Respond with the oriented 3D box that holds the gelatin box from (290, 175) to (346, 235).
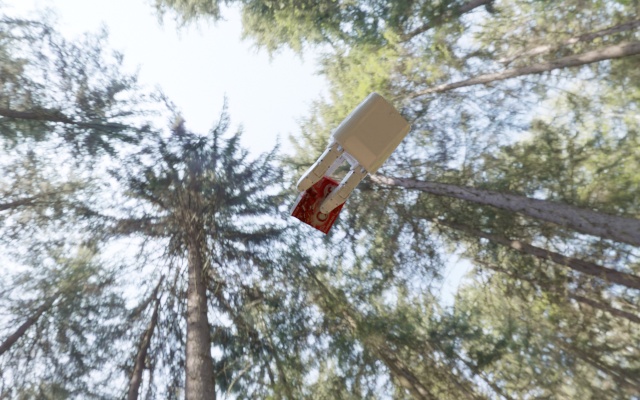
[{"bbox_3d":[0.000,0.003,0.823,0.073,0.089,0.030,28,8,-14],"label":"gelatin box"}]
